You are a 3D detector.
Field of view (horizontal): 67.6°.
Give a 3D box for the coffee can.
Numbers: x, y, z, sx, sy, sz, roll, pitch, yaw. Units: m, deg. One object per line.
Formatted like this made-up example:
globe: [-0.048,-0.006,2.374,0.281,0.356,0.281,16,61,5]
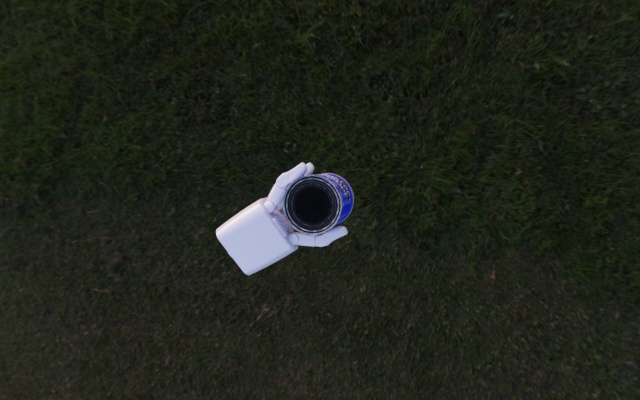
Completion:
coffee can: [0.000,0.003,0.864,0.103,0.103,0.140,0,4,12]
